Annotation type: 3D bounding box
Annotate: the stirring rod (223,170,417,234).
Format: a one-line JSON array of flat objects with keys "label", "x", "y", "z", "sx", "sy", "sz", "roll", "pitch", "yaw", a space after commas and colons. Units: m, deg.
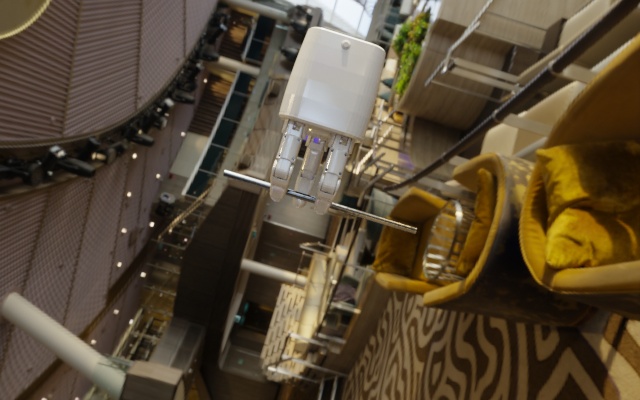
[{"label": "stirring rod", "x": 0.000, "y": 0.002, "z": 0.574, "sx": 0.239, "sy": 0.011, "sz": 0.011, "roll": 17, "pitch": -1, "yaw": -2}]
